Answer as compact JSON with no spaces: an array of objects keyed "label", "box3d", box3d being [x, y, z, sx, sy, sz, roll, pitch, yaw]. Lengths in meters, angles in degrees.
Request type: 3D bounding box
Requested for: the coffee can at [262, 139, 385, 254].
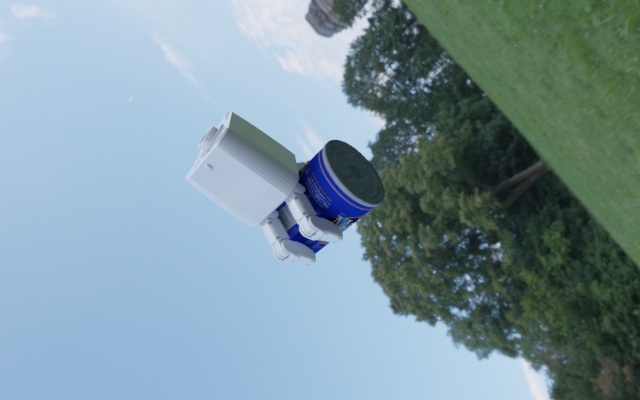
[{"label":"coffee can","box3d":[0.000,0.002,0.637,0.140,0.102,0.103,-41,-24,31]}]
